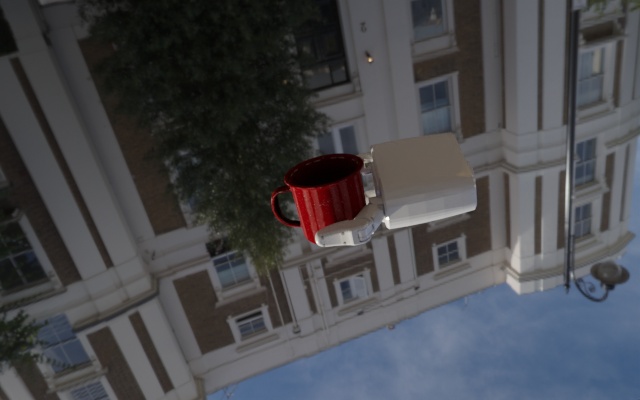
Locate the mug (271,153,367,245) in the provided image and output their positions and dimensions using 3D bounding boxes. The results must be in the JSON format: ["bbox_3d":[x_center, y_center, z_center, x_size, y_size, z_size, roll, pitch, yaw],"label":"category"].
[{"bbox_3d":[-0.001,0.002,0.565,0.117,0.081,0.093,-11,26,6],"label":"mug"}]
